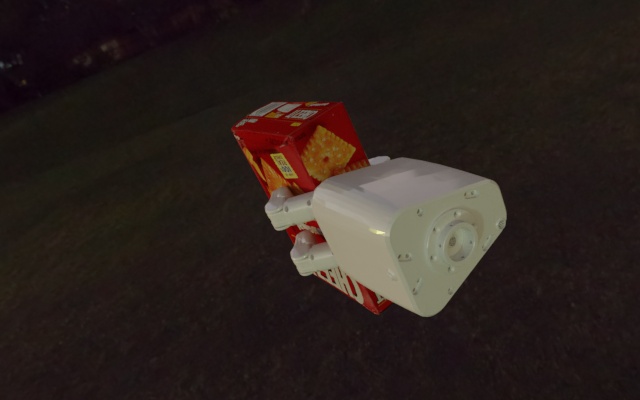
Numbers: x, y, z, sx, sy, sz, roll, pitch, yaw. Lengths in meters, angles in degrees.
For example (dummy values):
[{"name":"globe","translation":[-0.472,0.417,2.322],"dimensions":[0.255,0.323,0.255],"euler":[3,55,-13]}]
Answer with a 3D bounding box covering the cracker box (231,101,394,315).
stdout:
[{"name":"cracker box","translation":[0.000,0.001,0.520],"dimensions":[0.072,0.214,0.164],"euler":[-34,25,-19]}]
